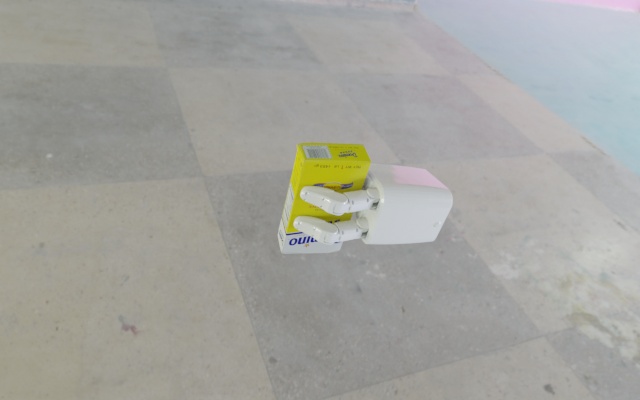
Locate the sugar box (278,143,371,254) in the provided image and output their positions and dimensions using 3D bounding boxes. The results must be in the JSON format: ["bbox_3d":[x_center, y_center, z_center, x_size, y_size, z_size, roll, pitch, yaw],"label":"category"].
[{"bbox_3d":[0.000,0.002,0.663,0.093,0.176,0.048,0,41,-17],"label":"sugar box"}]
